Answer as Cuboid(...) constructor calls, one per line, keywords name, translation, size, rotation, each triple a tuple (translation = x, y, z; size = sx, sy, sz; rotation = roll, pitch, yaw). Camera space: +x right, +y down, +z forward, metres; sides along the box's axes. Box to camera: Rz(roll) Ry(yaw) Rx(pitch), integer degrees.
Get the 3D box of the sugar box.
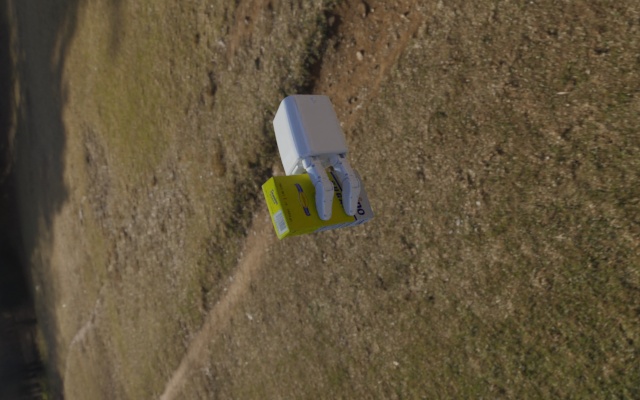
Cuboid(name="sugar box", translation=(0.000, 0.002, 0.778), size=(0.176, 0.093, 0.048), rotation=(-9, -16, -35))
